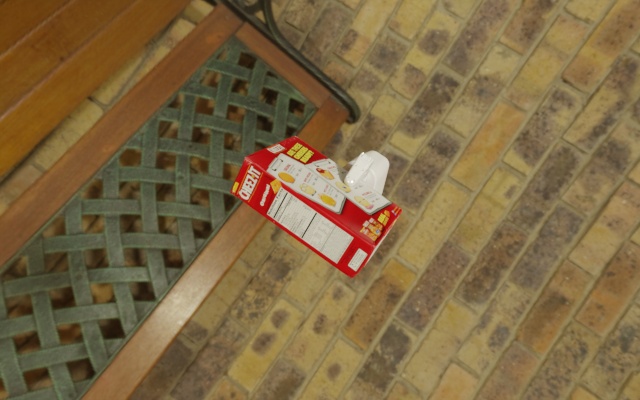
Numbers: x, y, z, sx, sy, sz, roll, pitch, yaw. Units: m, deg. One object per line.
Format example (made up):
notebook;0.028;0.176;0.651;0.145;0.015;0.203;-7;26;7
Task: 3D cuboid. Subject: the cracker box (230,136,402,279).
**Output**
cracker box;0.000;0.002;0.706;0.213;0.072;0.164;34;27;9
